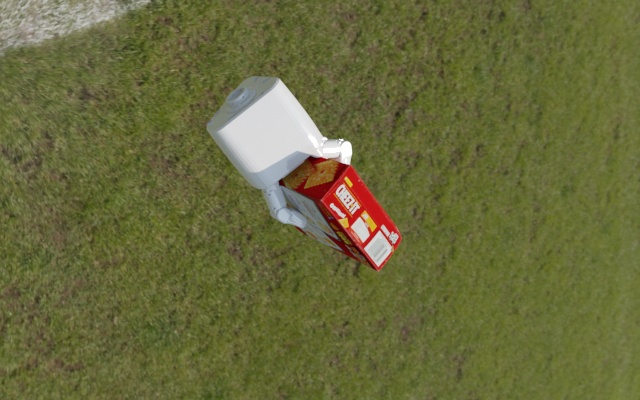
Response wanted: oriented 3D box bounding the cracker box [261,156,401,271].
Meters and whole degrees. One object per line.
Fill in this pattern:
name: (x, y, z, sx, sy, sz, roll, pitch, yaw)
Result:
cracker box: (0.000, 0.003, 0.718, 0.213, 0.072, 0.164, 22, -23, 51)
